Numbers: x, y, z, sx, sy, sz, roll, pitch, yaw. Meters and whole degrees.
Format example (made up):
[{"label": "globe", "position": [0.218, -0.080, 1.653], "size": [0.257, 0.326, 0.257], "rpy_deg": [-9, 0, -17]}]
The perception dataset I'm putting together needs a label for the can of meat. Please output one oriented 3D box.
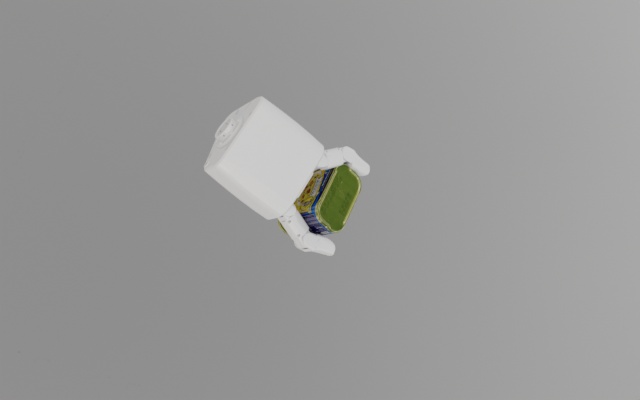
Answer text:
[{"label": "can of meat", "position": [0.000, 0.002, 0.657], "size": [0.057, 0.102, 0.084], "rpy_deg": [42, -33, -26]}]
